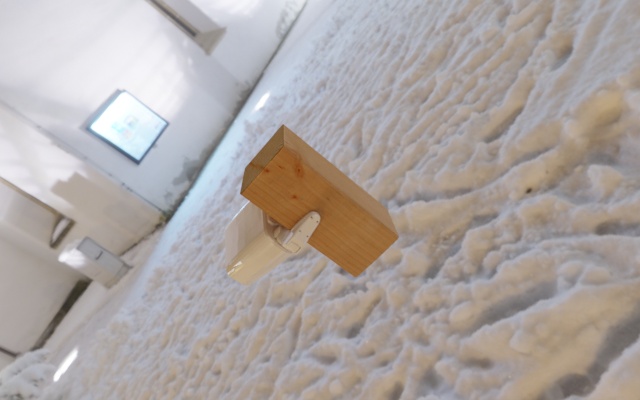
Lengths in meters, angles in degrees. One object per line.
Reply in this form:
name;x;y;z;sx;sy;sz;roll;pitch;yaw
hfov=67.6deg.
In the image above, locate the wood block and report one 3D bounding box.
wood block;0.000;0.003;0.666;0.206;0.090;0.090;37;19;-20
